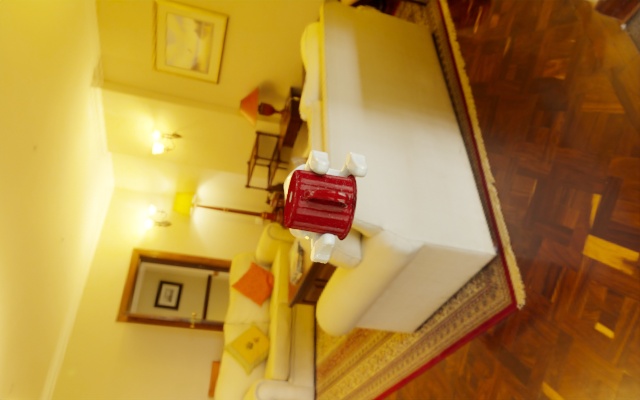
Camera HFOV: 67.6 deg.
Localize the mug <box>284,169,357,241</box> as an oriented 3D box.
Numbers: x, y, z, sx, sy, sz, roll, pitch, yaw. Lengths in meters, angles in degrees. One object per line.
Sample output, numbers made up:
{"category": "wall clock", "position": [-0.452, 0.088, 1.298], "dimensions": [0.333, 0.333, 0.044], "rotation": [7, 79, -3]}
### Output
{"category": "mug", "position": [0.000, 0.002, 0.640], "dimensions": [0.081, 0.093, 0.117], "rotation": [9, -7, -12]}
